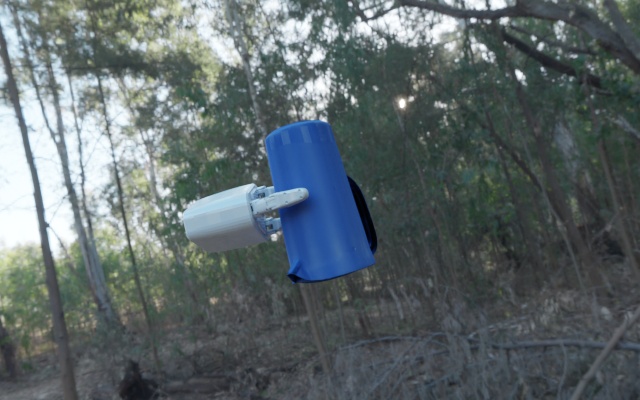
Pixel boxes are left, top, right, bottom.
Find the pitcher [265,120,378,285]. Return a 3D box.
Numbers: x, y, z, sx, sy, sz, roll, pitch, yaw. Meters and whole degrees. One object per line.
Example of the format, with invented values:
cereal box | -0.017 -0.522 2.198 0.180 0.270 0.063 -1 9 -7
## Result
pitcher | 0.000 0.003 0.757 0.145 0.243 0.149 -15 -5 5
